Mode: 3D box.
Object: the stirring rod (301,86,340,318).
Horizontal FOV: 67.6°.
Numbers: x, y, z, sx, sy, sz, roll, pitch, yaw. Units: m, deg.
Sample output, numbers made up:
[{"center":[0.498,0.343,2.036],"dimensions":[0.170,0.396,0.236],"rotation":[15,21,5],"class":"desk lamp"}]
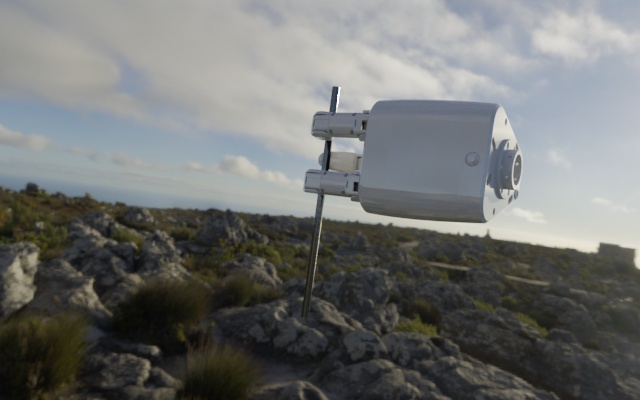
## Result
[{"center":[0.000,0.002,0.495],"dimensions":[0.011,0.239,0.011],"rotation":[8,0,0],"class":"stirring rod"}]
